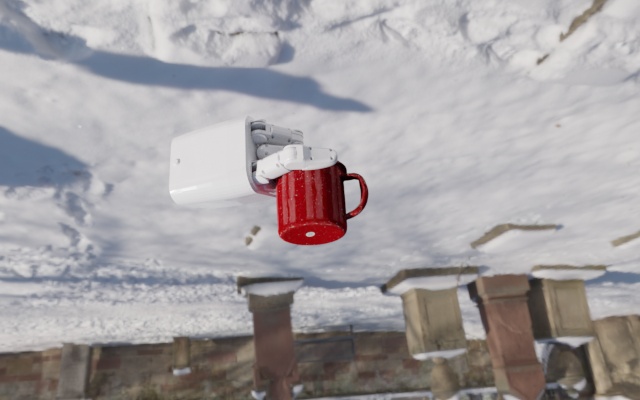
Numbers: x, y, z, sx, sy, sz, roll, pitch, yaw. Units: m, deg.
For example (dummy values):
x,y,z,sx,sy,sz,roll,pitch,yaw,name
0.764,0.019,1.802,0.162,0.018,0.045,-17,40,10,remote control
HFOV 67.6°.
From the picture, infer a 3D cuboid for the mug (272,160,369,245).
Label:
x,y,z,sx,sy,sz,roll,pitch,yaw,name
0.002,0.002,0.565,0.117,0.081,0.093,-11,-24,15,mug
